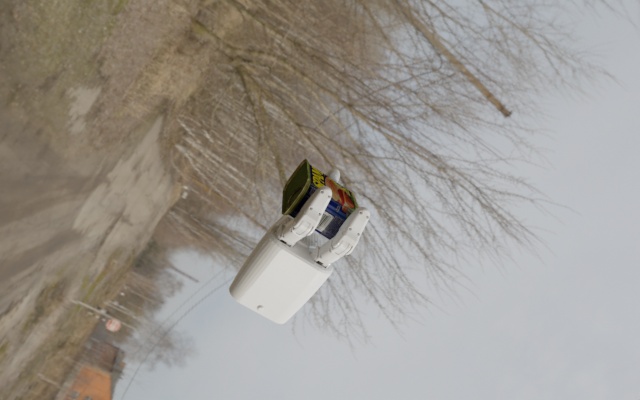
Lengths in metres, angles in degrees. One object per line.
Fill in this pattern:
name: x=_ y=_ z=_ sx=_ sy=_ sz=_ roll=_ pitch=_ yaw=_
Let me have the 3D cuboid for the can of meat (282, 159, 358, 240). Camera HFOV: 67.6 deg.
can of meat: x=0.000 y=0.002 z=0.620 sx=0.084 sy=0.057 sz=0.102 roll=33 pitch=18 yaw=-16
